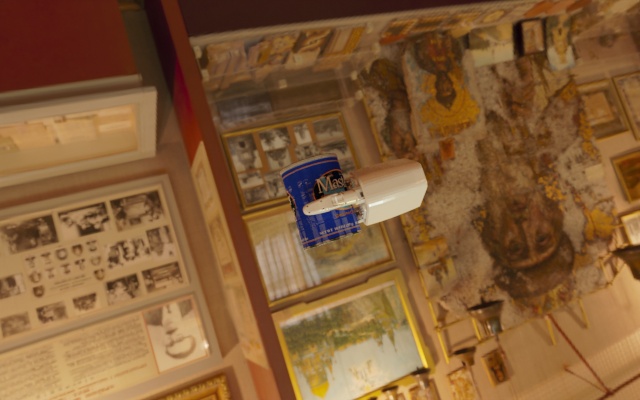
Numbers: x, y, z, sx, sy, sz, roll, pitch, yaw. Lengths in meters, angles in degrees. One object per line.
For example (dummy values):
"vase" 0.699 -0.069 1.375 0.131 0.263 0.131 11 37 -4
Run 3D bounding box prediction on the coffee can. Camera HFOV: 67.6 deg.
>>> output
"coffee can" 0.000 0.003 0.812 0.103 0.140 0.103 -18 -6 -2
